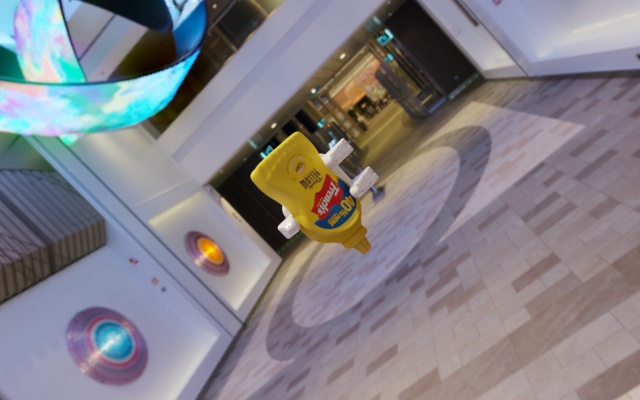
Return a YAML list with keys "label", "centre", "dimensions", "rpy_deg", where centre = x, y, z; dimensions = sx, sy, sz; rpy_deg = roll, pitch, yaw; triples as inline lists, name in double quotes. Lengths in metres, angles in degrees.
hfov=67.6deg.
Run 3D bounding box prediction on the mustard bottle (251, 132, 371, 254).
- label: "mustard bottle"
  centre: [0.000, 0.002, 0.669]
  dimensions: [0.096, 0.191, 0.058]
  rpy_deg: [-46, 5, -29]
